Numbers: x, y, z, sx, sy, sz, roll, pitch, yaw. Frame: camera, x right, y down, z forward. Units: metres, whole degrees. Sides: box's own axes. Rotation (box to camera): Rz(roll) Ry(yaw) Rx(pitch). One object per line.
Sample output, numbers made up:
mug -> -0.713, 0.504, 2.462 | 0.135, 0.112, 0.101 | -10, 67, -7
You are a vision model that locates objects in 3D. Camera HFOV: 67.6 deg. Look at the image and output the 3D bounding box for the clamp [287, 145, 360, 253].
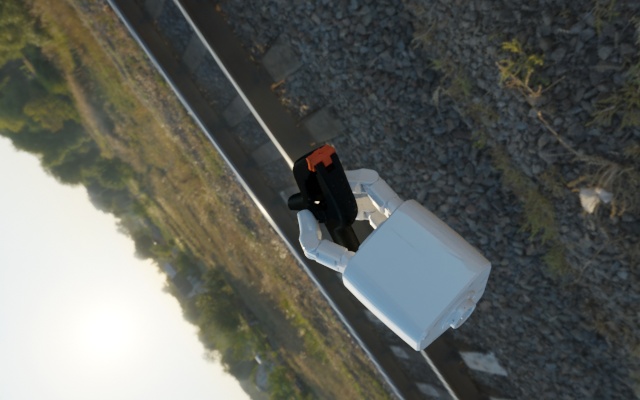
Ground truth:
clamp -> 0.000, 0.002, 0.560 | 0.036, 0.210, 0.164 | -37, 57, -17
